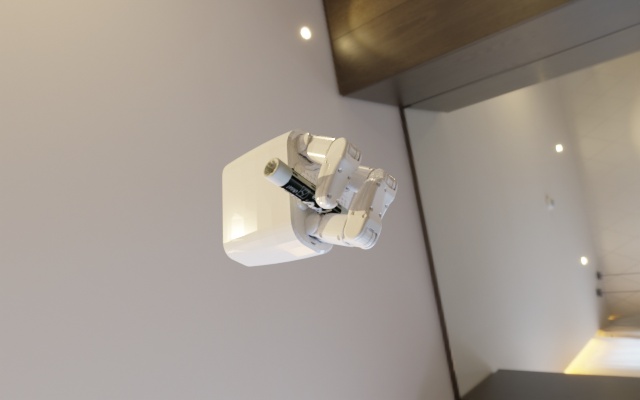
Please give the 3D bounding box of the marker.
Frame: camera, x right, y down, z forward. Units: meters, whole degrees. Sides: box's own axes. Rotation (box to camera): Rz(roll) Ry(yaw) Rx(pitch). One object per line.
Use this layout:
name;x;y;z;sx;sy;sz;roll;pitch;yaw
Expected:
marker;0.000;0.001;0.412;0.020;0.020;0.121;0;-27;47
